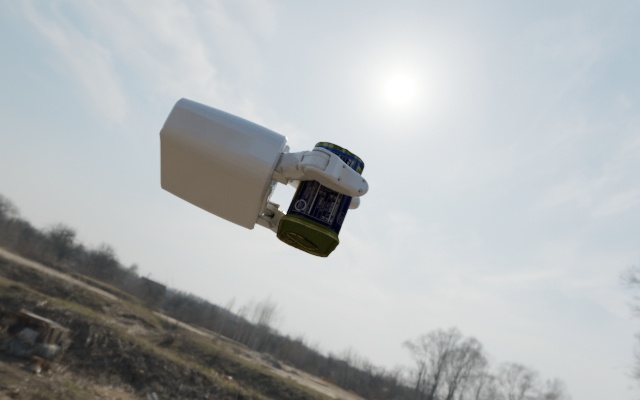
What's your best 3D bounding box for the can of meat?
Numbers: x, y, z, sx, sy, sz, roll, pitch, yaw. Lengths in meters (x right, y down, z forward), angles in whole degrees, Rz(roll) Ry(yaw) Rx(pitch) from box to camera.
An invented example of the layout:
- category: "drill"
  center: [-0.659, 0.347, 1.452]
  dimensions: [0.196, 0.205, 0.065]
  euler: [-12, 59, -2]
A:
- category: "can of meat"
  center: [0.000, 0.001, 0.466]
  dimensions: [0.057, 0.084, 0.102]
  euler: [22, -18, -1]
